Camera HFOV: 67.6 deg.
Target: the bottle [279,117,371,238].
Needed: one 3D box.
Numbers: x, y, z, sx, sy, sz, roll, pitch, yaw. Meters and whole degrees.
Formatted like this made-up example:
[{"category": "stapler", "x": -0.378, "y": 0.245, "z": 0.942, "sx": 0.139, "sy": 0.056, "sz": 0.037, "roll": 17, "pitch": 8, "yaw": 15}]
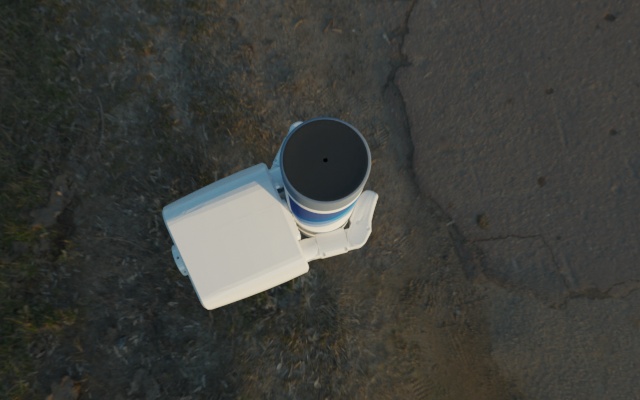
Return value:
[{"category": "bottle", "x": 0.000, "y": 0.002, "z": 0.487, "sx": 0.069, "sy": 0.069, "sz": 0.296, "roll": 0, "pitch": -12, "yaw": -1}]
